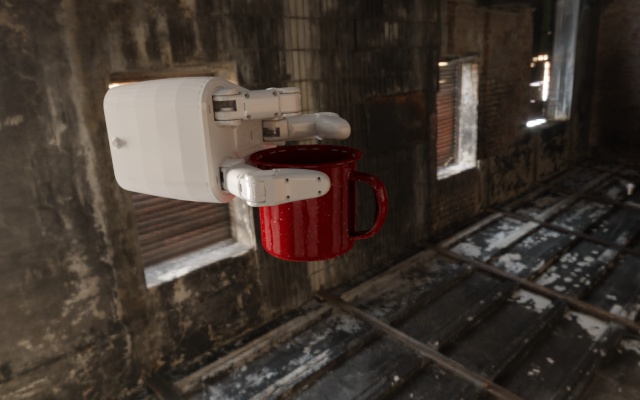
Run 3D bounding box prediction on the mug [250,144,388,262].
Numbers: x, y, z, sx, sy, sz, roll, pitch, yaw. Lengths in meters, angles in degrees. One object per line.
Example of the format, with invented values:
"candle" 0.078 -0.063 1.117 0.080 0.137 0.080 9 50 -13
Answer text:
"mug" 0.001 0.002 0.400 0.117 0.081 0.093 6 18 24
